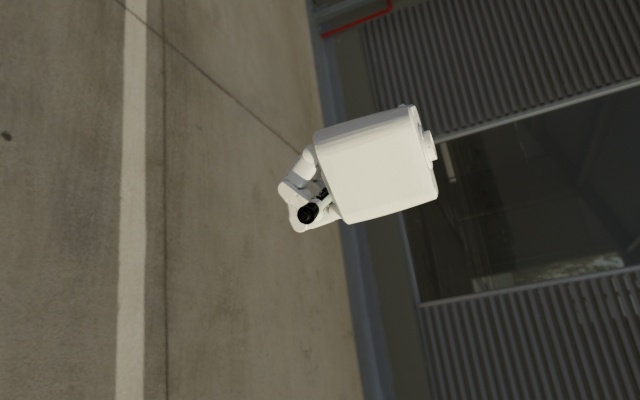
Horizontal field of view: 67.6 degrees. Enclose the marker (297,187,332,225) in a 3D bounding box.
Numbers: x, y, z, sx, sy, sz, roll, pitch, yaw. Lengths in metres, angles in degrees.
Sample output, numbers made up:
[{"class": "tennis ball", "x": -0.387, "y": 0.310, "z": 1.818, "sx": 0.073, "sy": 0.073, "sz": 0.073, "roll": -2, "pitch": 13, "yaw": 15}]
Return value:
[{"class": "marker", "x": 0.000, "y": 0.002, "z": 0.509, "sx": 0.020, "sy": 0.020, "sz": 0.121, "roll": 0, "pitch": 13, "yaw": 15}]
